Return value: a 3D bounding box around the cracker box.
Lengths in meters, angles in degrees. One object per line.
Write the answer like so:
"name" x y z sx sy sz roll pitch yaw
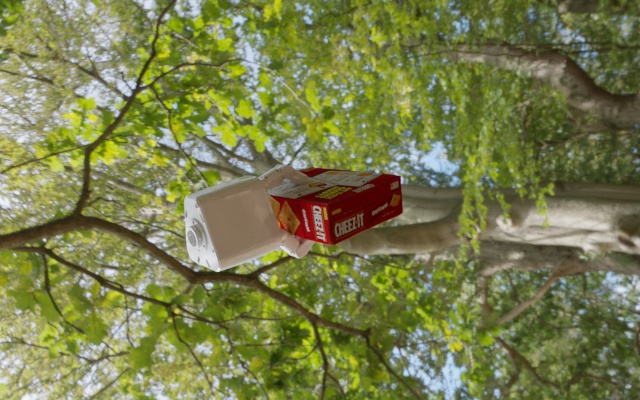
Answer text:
"cracker box" 0.000 0.002 0.777 0.164 0.072 0.213 -21 21 -39
